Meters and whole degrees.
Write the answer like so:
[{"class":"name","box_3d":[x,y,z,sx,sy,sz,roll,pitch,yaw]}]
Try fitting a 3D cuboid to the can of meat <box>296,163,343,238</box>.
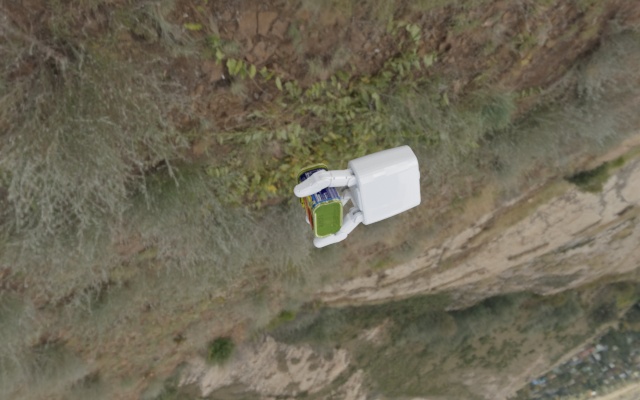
[{"class":"can of meat","box_3d":[0.000,0.003,0.815,0.057,0.084,0.102,-16,-36,-11]}]
